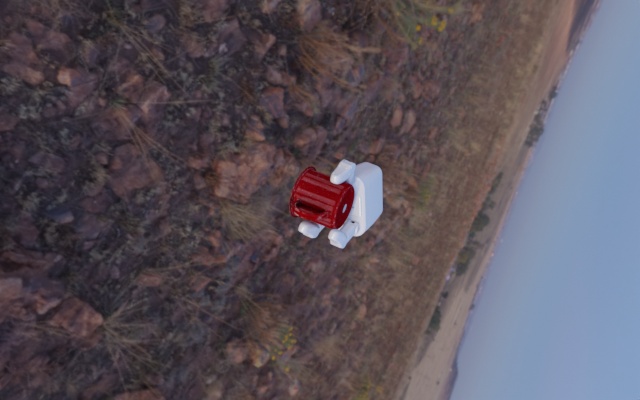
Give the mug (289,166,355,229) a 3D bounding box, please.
[{"bbox_3d":[0.000,0.003,0.791,0.081,0.093,0.117,21,27,20],"label":"mug"}]
